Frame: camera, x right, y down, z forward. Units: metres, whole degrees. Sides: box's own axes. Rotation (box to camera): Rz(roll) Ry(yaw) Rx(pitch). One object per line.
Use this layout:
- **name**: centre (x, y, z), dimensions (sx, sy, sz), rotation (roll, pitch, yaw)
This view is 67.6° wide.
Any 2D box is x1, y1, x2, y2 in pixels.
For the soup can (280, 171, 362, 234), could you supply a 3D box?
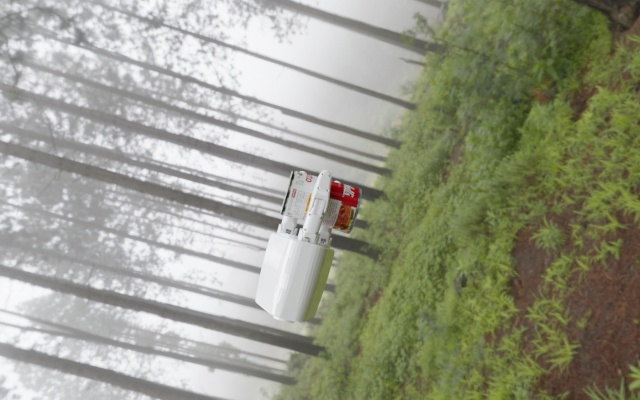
- **soup can**: centre (0.000, 0.002, 0.683), dimensions (0.102, 0.068, 0.068), rotation (15, -2, -5)
